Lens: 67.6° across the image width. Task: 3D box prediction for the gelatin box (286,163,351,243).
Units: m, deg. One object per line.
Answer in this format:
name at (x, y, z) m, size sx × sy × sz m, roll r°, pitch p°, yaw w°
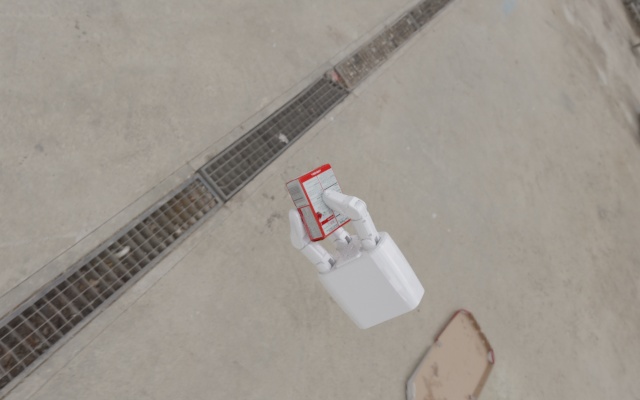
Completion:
gelatin box at (0.000, 0.002, 0.656) m, size 0.030 × 0.089 × 0.073 m, roll -18°, pitch 8°, yaw 42°
